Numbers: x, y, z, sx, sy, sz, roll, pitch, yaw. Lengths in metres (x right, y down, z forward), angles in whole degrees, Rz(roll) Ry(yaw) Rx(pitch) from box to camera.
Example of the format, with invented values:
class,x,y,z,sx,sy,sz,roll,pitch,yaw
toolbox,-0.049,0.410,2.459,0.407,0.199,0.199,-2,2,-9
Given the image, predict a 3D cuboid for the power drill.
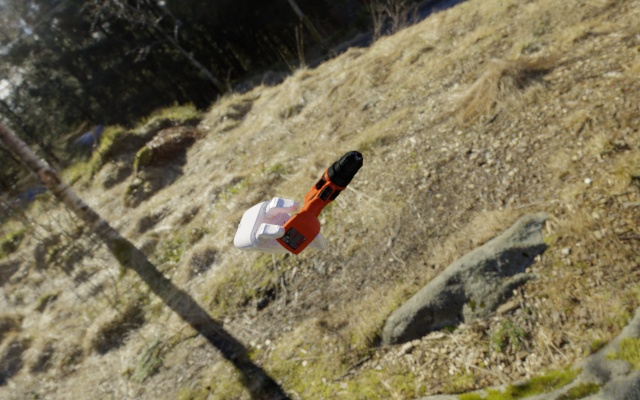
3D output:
class,x,y,z,sx,sy,sz,roll,pitch,yaw
power drill,0.000,0.003,0.899,0.184,0.057,0.187,-49,4,45
